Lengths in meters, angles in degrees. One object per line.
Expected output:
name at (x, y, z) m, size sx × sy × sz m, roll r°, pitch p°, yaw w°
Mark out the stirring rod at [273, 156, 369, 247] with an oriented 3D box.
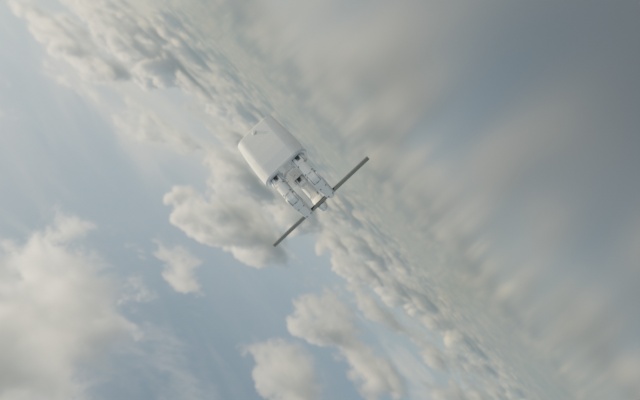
stirring rod at (0.000, 0.003, 0.888) m, size 0.239 × 0.011 × 0.011 m, roll -43°, pitch -4°, yaw 5°
